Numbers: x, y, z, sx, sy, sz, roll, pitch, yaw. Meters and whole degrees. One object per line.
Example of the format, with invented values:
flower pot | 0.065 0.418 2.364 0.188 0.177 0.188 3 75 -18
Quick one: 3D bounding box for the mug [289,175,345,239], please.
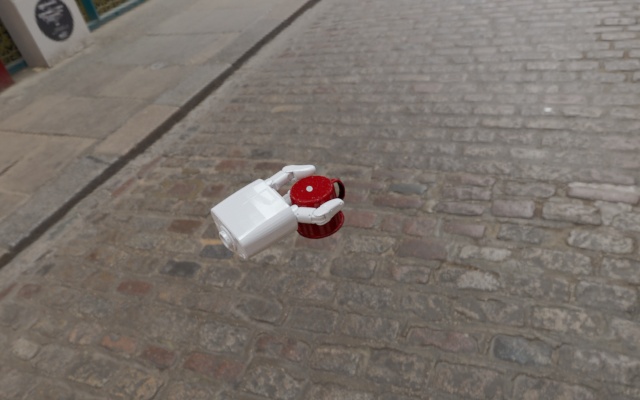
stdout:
mug | 0.001 0.002 0.869 0.117 0.082 0.093 -34 42 -25
